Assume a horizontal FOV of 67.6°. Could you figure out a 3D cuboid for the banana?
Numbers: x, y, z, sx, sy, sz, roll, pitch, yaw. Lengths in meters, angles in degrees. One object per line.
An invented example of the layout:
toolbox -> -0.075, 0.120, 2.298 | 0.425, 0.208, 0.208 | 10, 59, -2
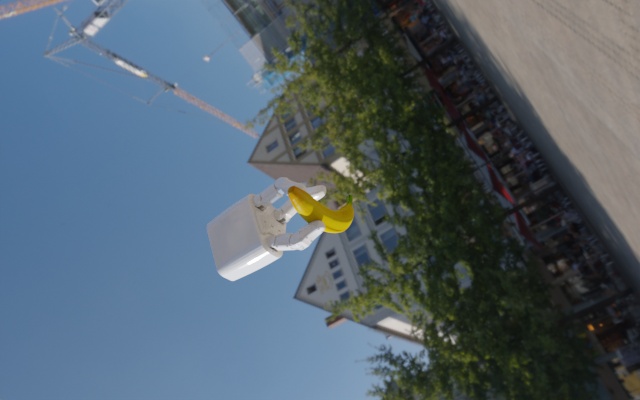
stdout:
banana -> 0.008, 0.020, 0.781 | 0.037, 0.069, 0.198 | -28, -17, 24
